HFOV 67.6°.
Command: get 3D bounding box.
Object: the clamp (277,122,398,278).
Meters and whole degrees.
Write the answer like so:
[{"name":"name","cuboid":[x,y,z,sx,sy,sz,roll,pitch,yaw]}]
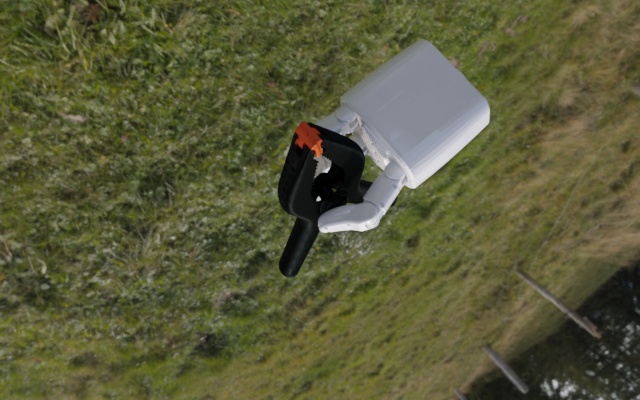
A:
[{"name":"clamp","cuboid":[0.001,0.002,0.485,0.164,0.036,0.210,-39,-29,-4]}]
